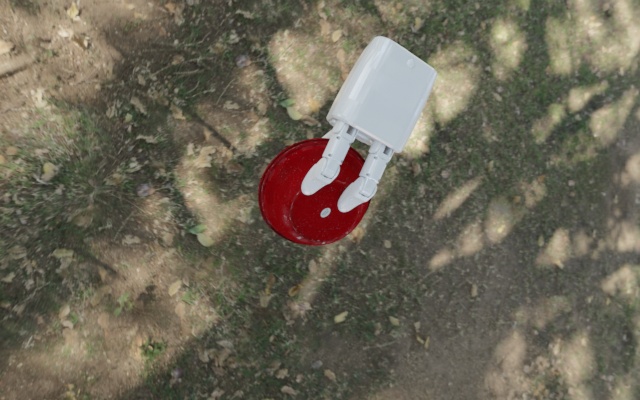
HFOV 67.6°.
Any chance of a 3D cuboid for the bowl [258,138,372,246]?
[{"bbox_3d":[0.000,0.003,0.634,0.162,0.162,0.055,0,26,-14],"label":"bowl"}]
